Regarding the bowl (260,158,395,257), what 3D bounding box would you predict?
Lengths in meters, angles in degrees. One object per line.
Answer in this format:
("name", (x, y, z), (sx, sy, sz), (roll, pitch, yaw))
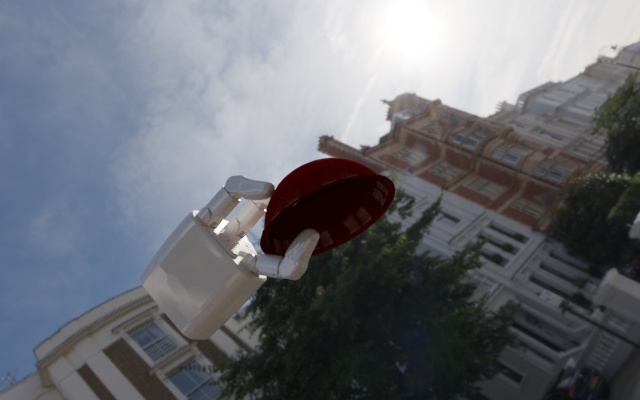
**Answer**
("bowl", (0.001, 0.001, 0.537), (0.162, 0.055, 0.162), (-20, -27, -11))
